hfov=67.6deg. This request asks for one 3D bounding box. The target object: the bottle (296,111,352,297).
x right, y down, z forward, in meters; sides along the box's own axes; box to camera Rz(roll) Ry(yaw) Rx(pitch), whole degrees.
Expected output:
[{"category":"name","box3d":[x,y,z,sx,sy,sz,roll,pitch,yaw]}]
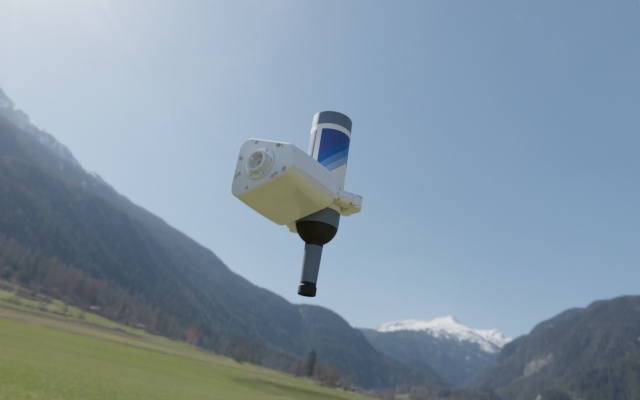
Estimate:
[{"category":"bottle","box3d":[0.000,0.002,0.746,0.069,0.295,0.069,7,-22,3]}]
